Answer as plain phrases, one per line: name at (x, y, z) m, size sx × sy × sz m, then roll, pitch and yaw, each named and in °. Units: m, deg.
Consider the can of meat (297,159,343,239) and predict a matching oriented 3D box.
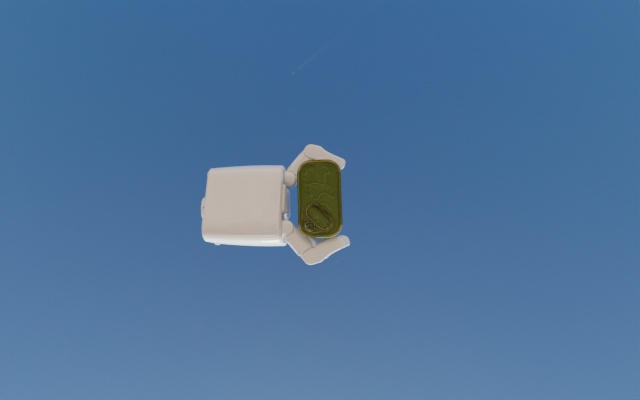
can of meat at (0.000, 0.002, 0.654) m, size 0.057 × 0.102 × 0.084 m, roll -2°, pitch -7°, yaw 1°
